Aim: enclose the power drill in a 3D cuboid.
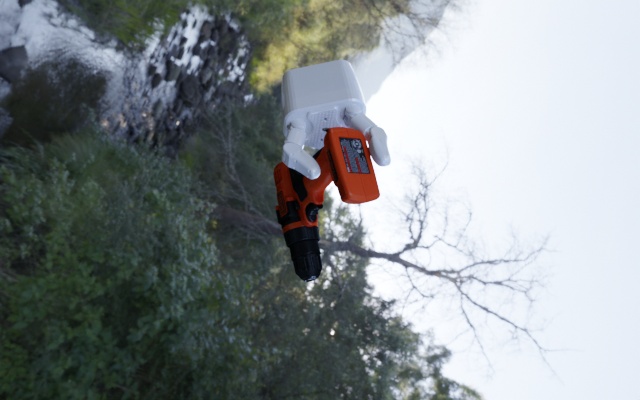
[{"bbox_3d":[0.000,0.002,0.646,0.057,0.184,0.188,-2,-22,-35],"label":"power drill"}]
